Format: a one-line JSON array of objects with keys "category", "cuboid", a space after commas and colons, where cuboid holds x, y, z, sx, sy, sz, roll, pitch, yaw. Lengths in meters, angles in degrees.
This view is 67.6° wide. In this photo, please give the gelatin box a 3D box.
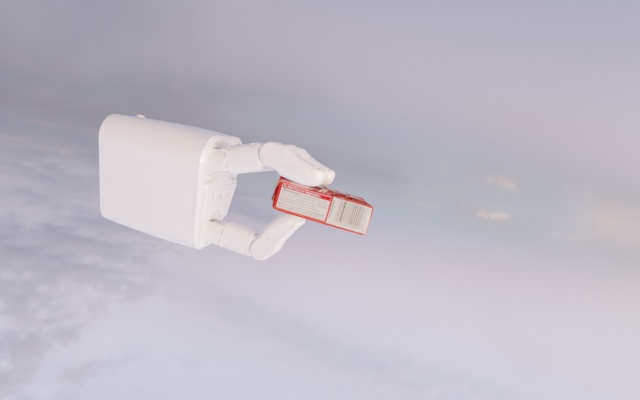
[{"category": "gelatin box", "cuboid": [0.000, 0.002, 0.451, 0.089, 0.030, 0.073, 17, 5, -5]}]
